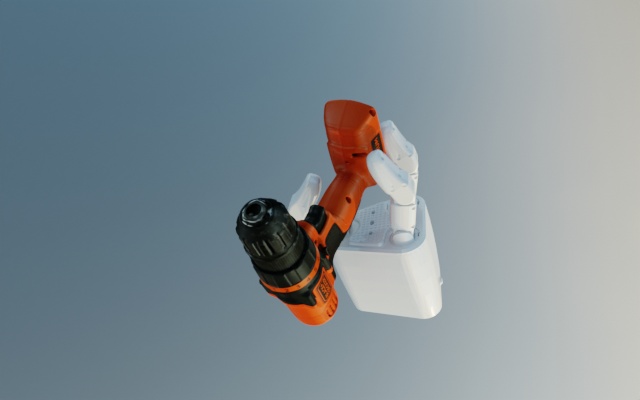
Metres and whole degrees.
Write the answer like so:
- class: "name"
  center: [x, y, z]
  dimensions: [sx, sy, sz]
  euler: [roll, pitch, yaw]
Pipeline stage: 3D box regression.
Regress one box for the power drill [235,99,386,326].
- class: "power drill"
  center: [0.000, 0.001, 0.429]
  dimensions: [0.057, 0.187, 0.185]
  euler: [14, -28, 22]
